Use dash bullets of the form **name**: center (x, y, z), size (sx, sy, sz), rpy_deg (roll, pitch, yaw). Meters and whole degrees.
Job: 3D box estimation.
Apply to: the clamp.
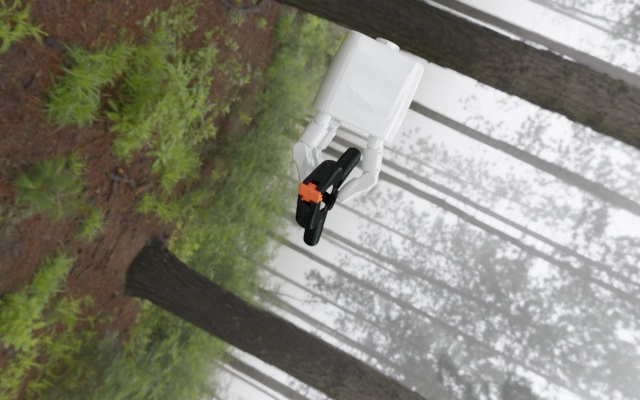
- **clamp**: center (0.001, 0.002, 0.646), size (0.036, 0.164, 0.210), rpy_deg (26, 10, 9)
